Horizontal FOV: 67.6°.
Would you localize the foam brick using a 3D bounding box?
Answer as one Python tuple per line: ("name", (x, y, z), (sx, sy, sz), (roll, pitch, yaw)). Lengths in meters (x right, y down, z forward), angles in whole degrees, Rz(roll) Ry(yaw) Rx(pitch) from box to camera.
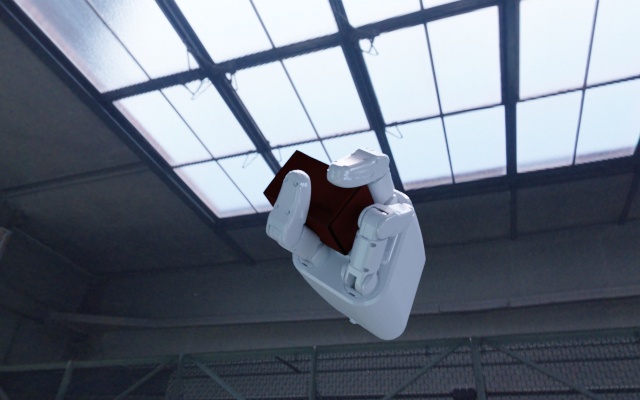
("foam brick", (0.000, 0.001, 0.414), (0.078, 0.053, 0.051), (28, -19, 34))
